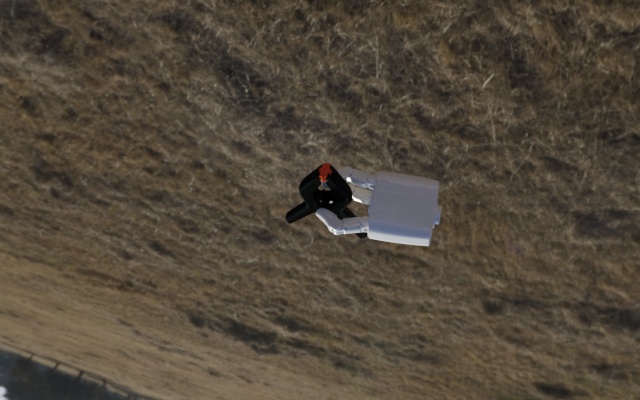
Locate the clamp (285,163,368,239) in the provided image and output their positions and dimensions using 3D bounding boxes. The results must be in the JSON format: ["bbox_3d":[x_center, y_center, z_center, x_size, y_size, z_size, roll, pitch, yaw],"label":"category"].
[{"bbox_3d":[0.000,0.003,0.862,0.164,0.036,0.210,7,-31,13],"label":"clamp"}]
